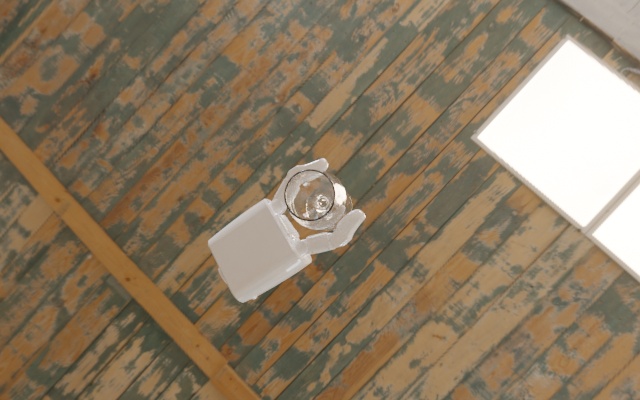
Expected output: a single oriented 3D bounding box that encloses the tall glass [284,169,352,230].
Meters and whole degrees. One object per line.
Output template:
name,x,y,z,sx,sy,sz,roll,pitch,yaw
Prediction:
tall glass,0.000,0.002,0.660,0.079,0.079,0.201,0,-5,7
